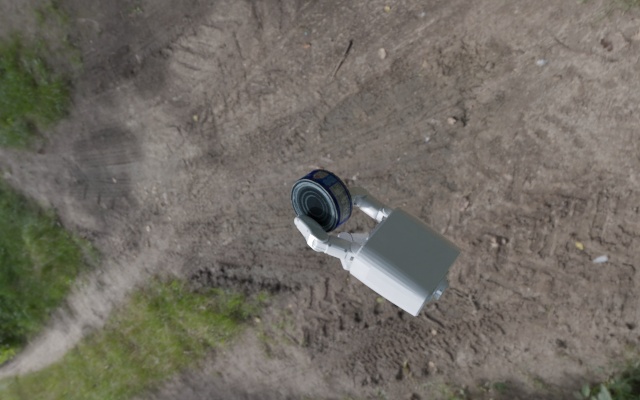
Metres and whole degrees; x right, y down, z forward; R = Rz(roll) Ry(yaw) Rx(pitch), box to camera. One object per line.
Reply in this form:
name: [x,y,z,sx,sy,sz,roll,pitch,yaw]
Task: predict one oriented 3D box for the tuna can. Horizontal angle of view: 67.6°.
tuna can: [0.000,0.002,0.658,0.086,0.086,0.033,0,25,44]
